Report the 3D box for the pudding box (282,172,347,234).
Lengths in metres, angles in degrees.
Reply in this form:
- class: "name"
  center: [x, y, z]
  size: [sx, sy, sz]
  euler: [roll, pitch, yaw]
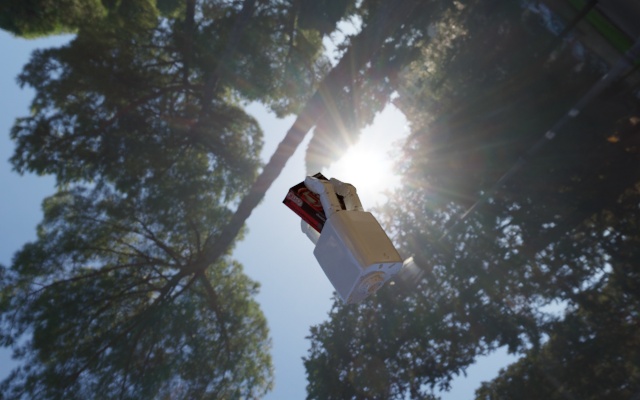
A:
- class: "pudding box"
  center: [0.000, 0.003, 0.817]
  size: [0.090, 0.039, 0.113]
  euler: [40, 28, 10]
